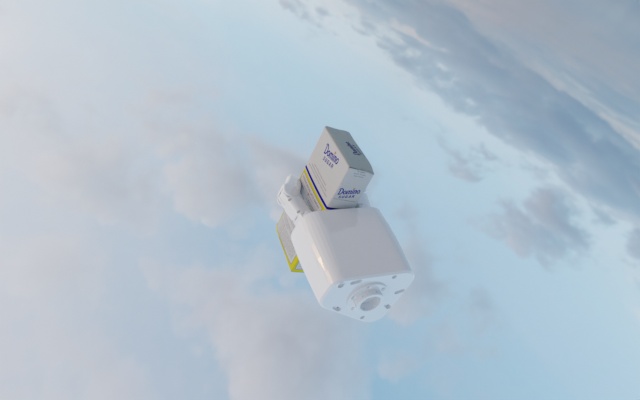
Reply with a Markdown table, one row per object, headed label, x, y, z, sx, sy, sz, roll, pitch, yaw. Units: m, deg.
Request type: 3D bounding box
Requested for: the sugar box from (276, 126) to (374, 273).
| label | x | y | z | sx | sy | sz | roll | pitch | yaw |
| --- | --- | --- | --- | --- | --- | --- | --- | --- | --- |
| sugar box | 0.001 | 0.002 | 0.627 | 0.048 | 0.176 | 0.093 | 11 | 35 | -31 |
